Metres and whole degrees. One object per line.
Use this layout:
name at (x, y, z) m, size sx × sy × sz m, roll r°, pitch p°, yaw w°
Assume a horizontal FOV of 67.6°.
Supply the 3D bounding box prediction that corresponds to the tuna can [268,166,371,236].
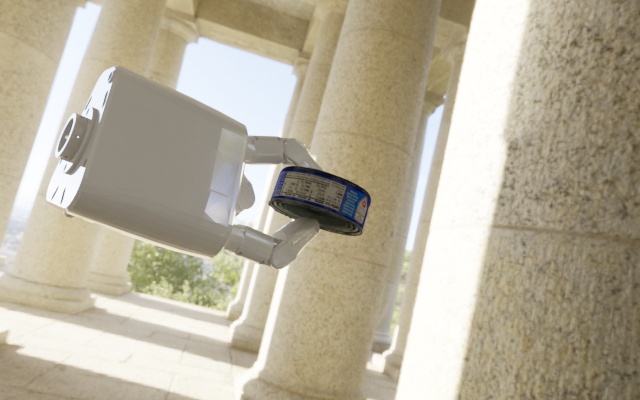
tuna can at (0.000, 0.001, 0.418) m, size 0.086 × 0.033 × 0.086 m, roll 17°, pitch -12°, yaw 4°
